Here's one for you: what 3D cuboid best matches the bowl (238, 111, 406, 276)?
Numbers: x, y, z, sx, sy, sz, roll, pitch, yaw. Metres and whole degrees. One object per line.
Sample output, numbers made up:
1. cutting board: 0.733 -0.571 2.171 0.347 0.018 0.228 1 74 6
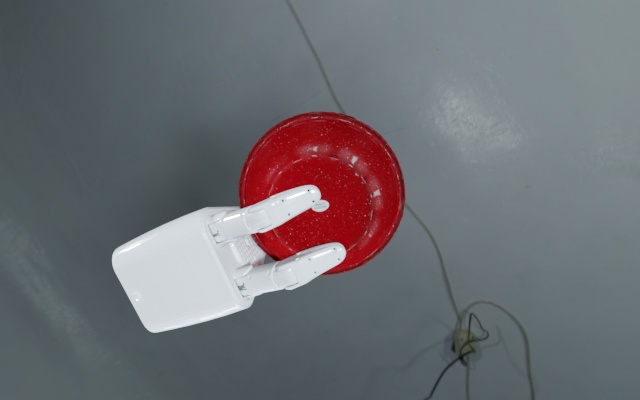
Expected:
1. bowl: 0.001 0.001 0.436 0.162 0.162 0.055 0 12 2
